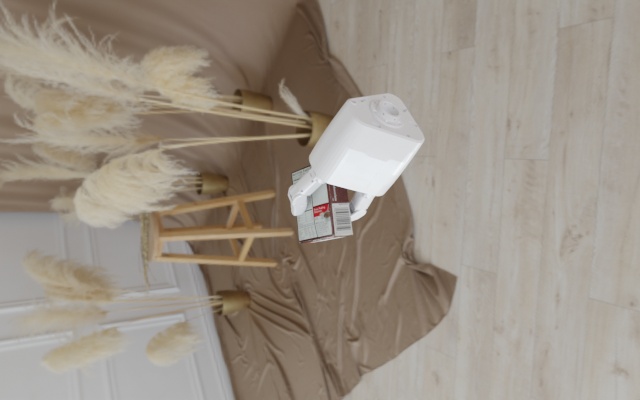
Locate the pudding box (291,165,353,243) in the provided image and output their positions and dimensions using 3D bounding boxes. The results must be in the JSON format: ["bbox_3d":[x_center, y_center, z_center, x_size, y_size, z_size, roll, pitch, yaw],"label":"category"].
[{"bbox_3d":[0.000,0.002,0.699,0.039,0.113,0.090,0,-10,-35],"label":"pudding box"}]
